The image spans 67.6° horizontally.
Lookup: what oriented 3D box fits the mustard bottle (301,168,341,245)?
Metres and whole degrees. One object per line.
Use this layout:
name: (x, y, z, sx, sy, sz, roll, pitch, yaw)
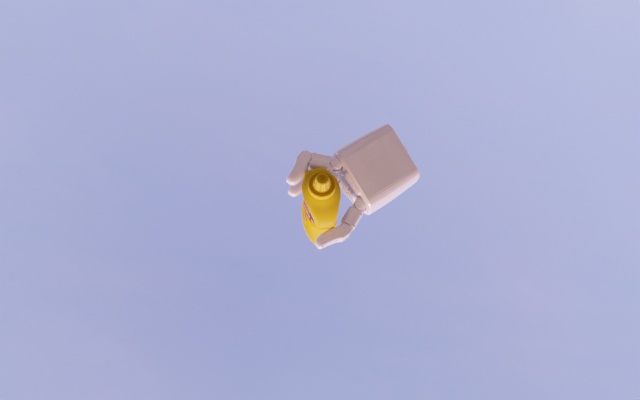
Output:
mustard bottle: (0.000, 0.003, 0.761, 0.058, 0.096, 0.192, -8, -20, -6)
